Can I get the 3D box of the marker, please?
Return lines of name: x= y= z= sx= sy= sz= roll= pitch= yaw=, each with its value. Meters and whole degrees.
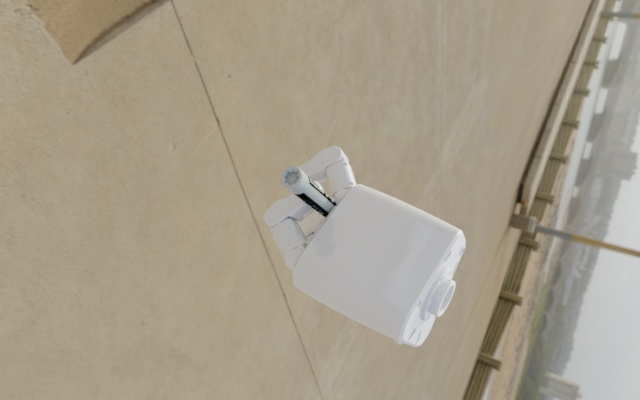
marker: x=0.000 y=0.001 z=0.423 sx=0.020 sy=0.020 sz=0.121 roll=0 pitch=-19 yaw=24
